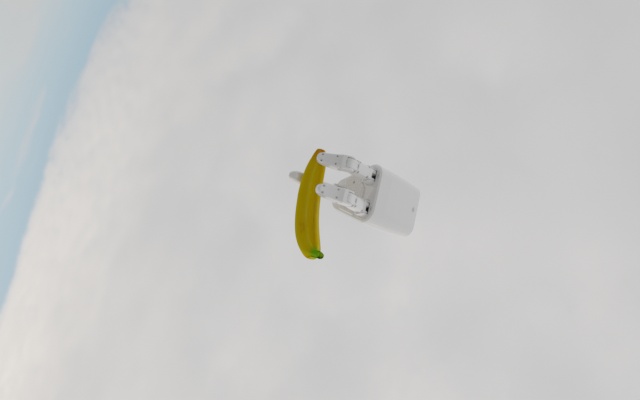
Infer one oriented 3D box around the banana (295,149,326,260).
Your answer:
[{"bbox_3d":[-0.012,0.013,0.736,0.037,0.197,0.070,23,-39,-33],"label":"banana"}]
